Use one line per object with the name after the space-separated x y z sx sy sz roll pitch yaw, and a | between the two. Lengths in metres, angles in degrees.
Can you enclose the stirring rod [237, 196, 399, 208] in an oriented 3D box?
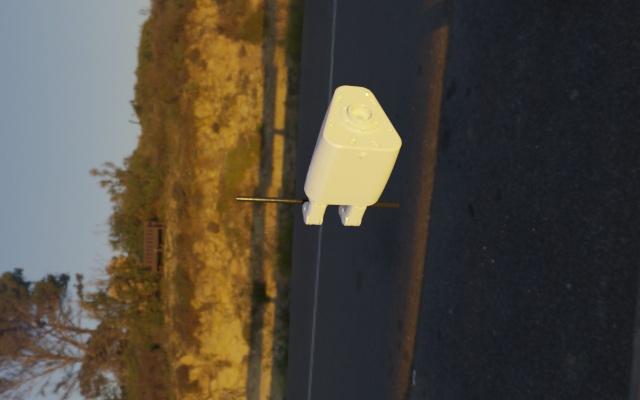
0.000 0.002 0.697 0.239 0.011 0.011 2 -1 -12 | stirring rod
